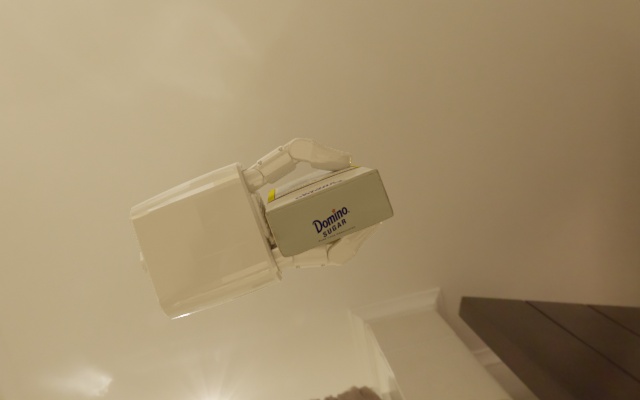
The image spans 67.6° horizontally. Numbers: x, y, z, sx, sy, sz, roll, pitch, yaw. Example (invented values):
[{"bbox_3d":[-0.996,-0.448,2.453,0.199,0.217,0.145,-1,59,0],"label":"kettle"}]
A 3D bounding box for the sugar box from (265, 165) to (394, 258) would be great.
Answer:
[{"bbox_3d":[0.000,0.002,0.441,0.093,0.048,0.176,-21,10,-2],"label":"sugar box"}]
